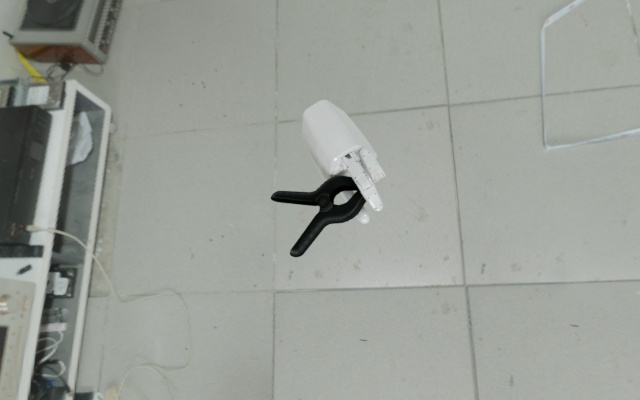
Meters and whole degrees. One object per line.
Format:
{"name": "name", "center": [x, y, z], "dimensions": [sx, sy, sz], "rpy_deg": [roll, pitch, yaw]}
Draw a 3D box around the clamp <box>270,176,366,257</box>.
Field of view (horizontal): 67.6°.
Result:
{"name": "clamp", "center": [0.000, 0.002, 0.780], "dimensions": [0.171, 0.120, 0.039], "rpy_deg": [-32, -19, 2]}
